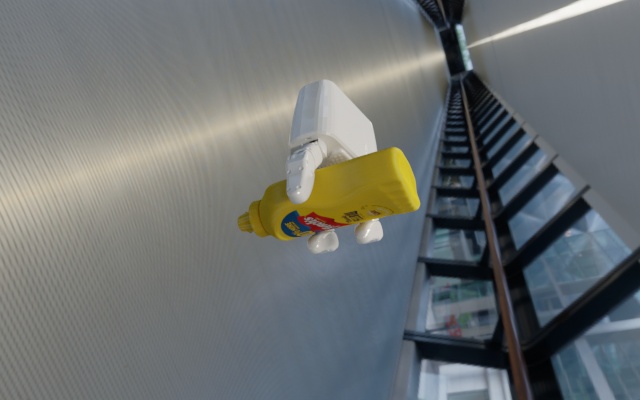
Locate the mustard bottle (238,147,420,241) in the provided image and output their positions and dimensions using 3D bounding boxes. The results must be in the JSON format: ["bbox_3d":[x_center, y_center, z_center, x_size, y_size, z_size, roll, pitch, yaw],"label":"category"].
[{"bbox_3d":[0.000,0.002,0.497,0.191,0.058,0.096,-15,-21,18],"label":"mustard bottle"}]
